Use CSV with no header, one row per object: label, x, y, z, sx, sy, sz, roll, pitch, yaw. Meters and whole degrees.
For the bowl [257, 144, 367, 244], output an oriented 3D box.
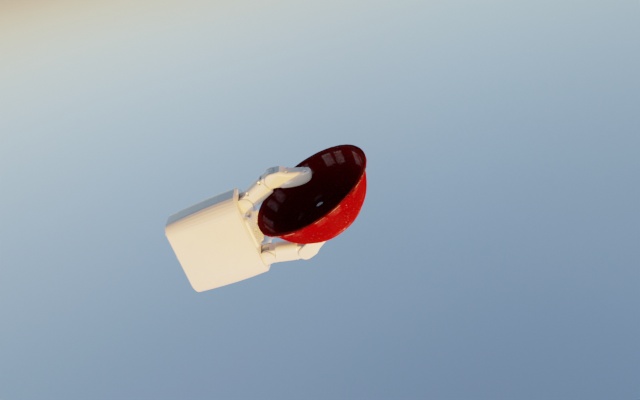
bowl,0.001,0.002,0.604,0.162,0.162,0.055,0,-44,49
